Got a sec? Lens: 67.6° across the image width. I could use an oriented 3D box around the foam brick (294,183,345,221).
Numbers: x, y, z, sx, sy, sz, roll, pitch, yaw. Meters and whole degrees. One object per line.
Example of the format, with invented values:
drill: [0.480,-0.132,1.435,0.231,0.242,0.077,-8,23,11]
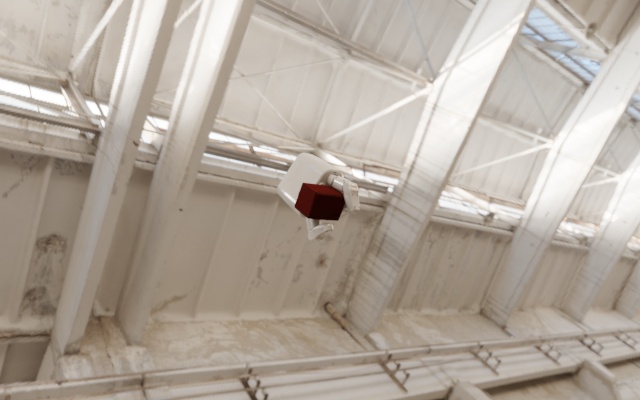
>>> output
foam brick: [0.000,0.003,0.898,0.078,0.053,0.051,7,21,-40]
